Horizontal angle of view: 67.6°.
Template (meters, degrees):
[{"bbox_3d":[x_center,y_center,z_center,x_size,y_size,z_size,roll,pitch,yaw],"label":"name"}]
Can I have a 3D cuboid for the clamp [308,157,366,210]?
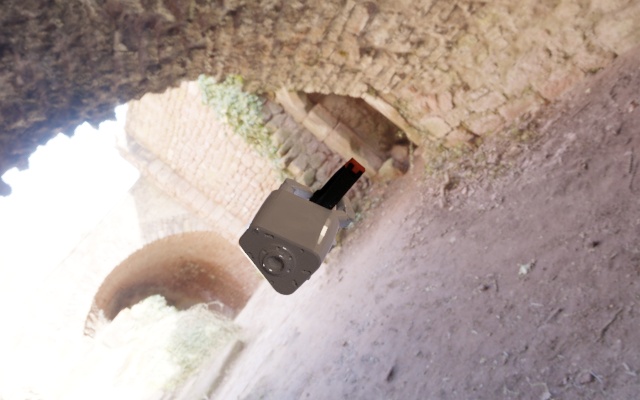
[{"bbox_3d":[0.000,0.002,0.778,0.036,0.210,0.164,39,30,-7],"label":"clamp"}]
